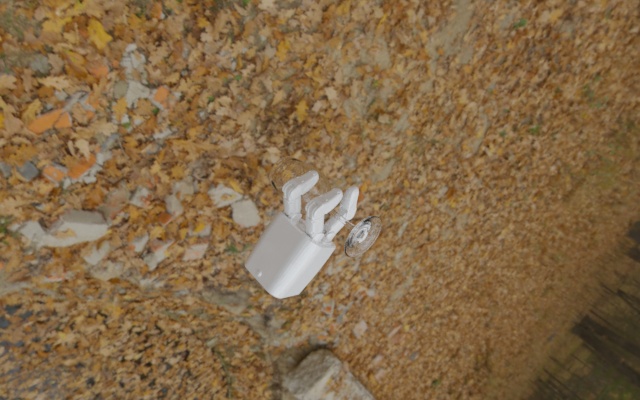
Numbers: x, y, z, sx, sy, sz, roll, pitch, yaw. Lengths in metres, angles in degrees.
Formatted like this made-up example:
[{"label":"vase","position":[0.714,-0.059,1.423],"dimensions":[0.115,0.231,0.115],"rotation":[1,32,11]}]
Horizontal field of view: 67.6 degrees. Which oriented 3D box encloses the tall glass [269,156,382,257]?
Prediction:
[{"label":"tall glass","position":[0.001,0.003,0.760],"dimensions":[0.079,0.079,0.201],"rotation":[0,32,-48]}]
